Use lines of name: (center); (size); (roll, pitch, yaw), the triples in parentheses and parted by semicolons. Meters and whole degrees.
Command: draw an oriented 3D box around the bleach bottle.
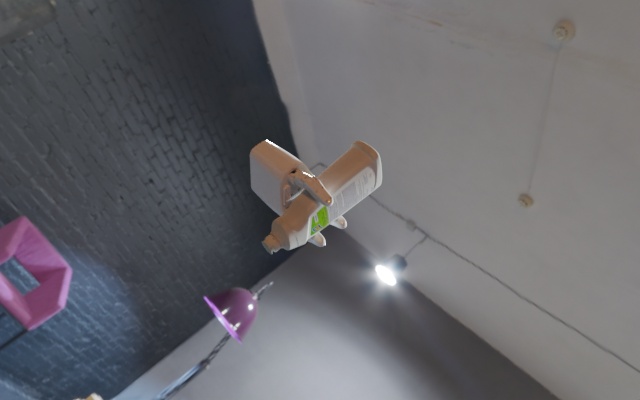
bleach bottle: (0.000, 0.003, 0.847); (0.250, 0.103, 0.068); (-38, 53, -20)
